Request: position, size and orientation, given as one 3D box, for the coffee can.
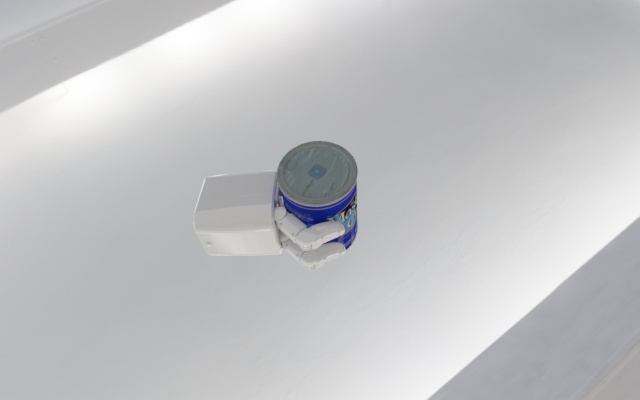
[{"bbox_3d":[0.000,0.002,0.659,0.103,0.102,0.140,0,-35,5],"label":"coffee can"}]
